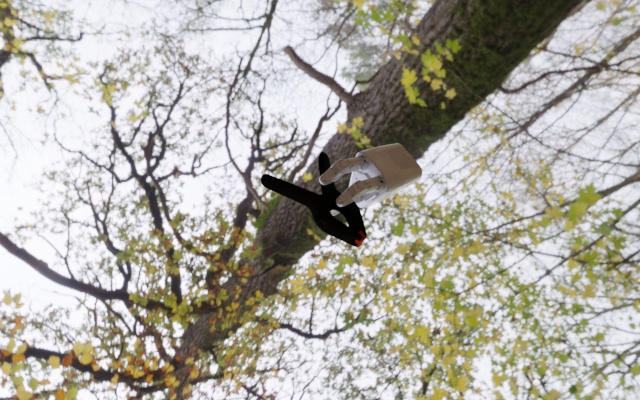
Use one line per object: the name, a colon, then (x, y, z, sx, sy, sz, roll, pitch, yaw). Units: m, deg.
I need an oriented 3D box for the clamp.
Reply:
clamp: (0.000, 0.004, 0.870, 0.164, 0.210, 0.036, -19, -28, -36)
